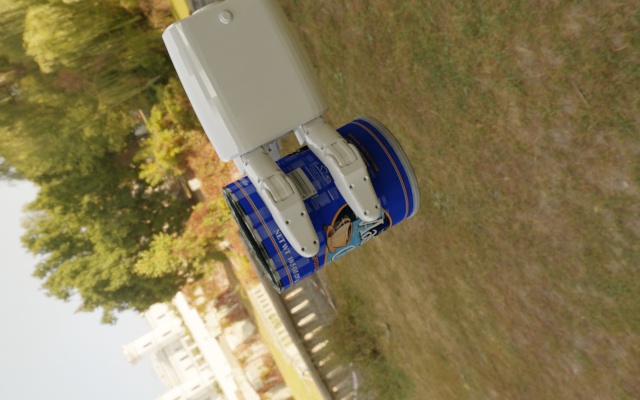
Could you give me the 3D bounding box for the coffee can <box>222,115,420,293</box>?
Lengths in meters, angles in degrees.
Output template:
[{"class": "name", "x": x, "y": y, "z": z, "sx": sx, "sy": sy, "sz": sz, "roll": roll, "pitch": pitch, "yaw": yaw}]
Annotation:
[{"class": "coffee can", "x": 0.000, "y": 0.001, "z": 0.420, "sx": 0.140, "sy": 0.103, "sz": 0.103, "roll": -29, "pitch": 7, "yaw": -14}]
